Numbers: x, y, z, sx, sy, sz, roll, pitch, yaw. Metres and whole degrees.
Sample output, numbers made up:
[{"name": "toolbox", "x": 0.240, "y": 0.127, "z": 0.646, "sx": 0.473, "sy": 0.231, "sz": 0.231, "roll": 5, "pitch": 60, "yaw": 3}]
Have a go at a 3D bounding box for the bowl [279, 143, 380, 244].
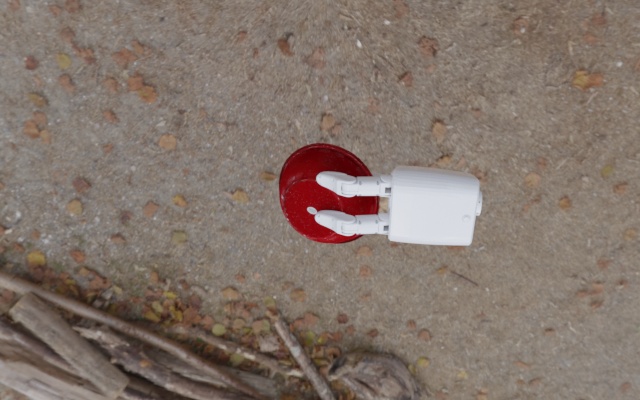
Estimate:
[{"name": "bowl", "x": -0.001, "y": 0.003, "z": 0.687, "sx": 0.162, "sy": 0.162, "sz": 0.055, "roll": 0, "pitch": 24, "yaw": 26}]
